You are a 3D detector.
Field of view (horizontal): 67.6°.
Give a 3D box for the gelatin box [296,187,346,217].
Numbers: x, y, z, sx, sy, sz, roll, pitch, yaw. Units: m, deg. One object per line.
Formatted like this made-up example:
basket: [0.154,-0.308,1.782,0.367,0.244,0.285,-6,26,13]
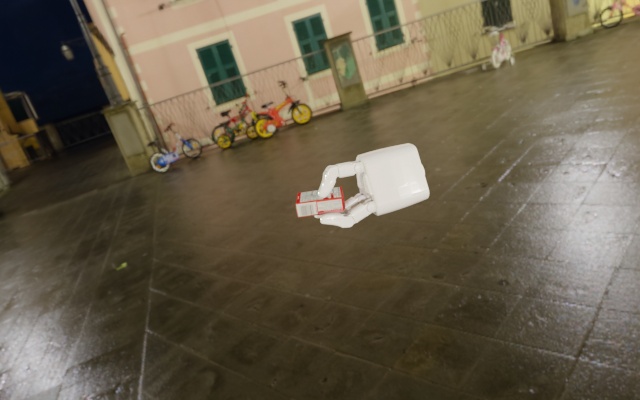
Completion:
gelatin box: [0.000,0.003,0.893,0.089,0.030,0.073,-8,17,2]
